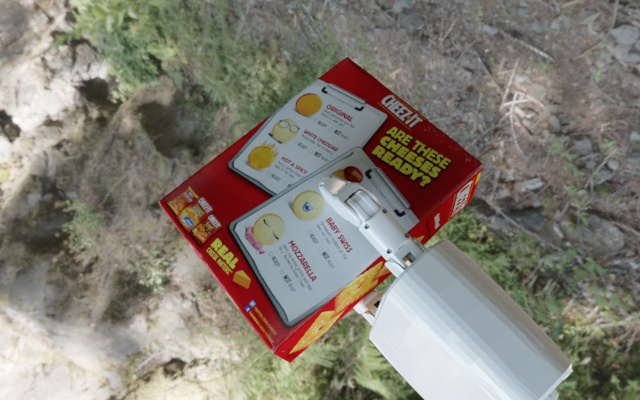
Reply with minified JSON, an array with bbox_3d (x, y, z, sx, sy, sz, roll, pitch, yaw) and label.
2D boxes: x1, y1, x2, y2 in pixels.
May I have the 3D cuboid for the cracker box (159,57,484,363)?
[{"bbox_3d":[0.000,0.001,0.409,0.213,0.164,0.072,-40,-25,-11],"label":"cracker box"}]
